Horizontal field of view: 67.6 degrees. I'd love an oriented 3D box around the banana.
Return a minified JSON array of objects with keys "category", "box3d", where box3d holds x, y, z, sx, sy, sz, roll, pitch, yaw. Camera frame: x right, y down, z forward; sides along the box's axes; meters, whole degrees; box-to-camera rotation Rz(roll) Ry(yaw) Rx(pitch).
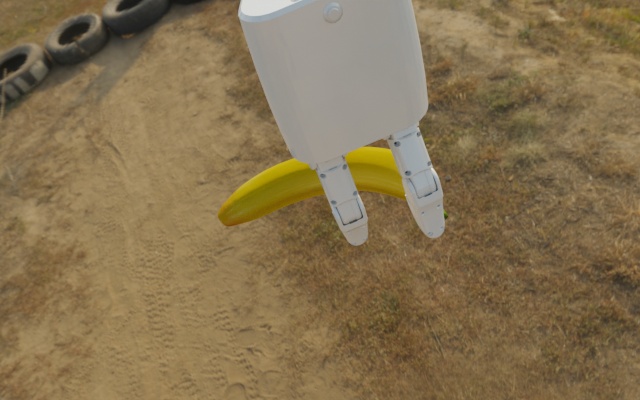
[{"category":"banana","box3d":[0.006,-0.013,0.412,0.198,0.069,0.037,-3,-39,16]}]
